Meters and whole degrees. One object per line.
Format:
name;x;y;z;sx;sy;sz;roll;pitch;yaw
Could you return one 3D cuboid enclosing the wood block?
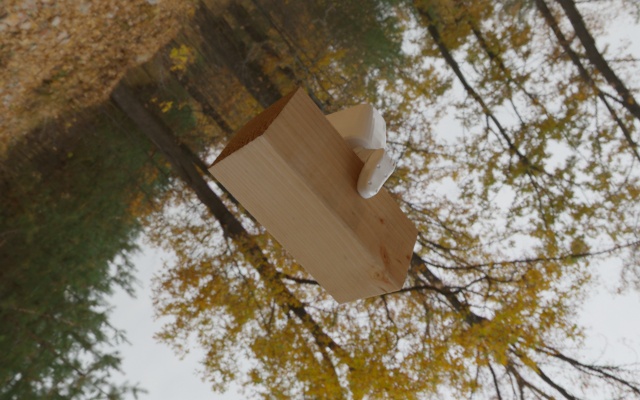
wood block;0.001;0.001;0.492;0.091;0.206;0.090;-25;26;40
